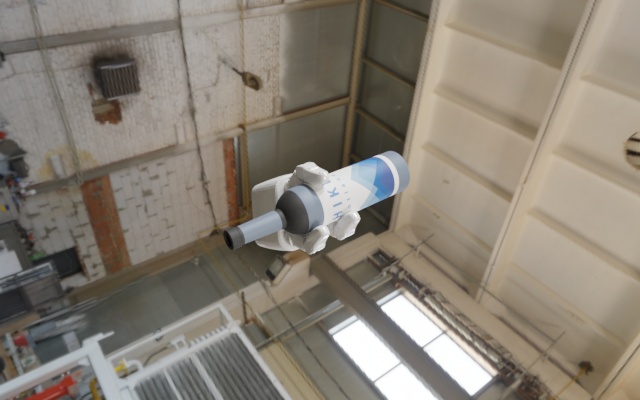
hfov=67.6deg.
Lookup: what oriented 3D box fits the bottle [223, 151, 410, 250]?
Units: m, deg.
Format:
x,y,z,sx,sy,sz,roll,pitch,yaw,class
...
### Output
x,y,z,sx,sy,sz,roll,pitch,yaw,class
0.000,0.002,0.680,0.295,0.069,0.069,-22,12,-30,bottle
